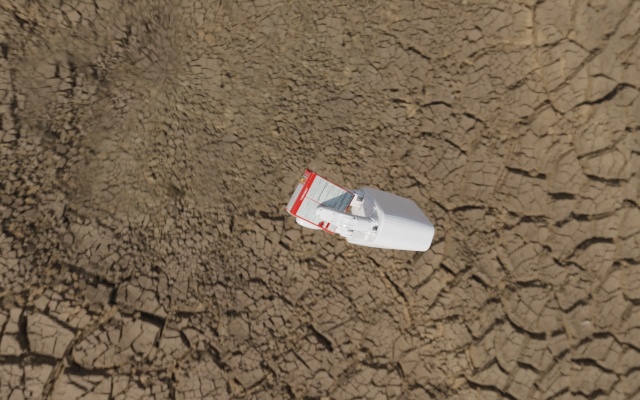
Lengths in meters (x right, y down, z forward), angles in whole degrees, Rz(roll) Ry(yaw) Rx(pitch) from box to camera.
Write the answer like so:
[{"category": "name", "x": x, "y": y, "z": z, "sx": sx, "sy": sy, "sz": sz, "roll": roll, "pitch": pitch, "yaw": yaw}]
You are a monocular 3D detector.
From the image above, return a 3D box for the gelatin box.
[{"category": "gelatin box", "x": 0.000, "y": 0.002, "z": 0.753, "sx": 0.089, "sy": 0.073, "sz": 0.030, "roll": 27, "pitch": 3, "yaw": -30}]
